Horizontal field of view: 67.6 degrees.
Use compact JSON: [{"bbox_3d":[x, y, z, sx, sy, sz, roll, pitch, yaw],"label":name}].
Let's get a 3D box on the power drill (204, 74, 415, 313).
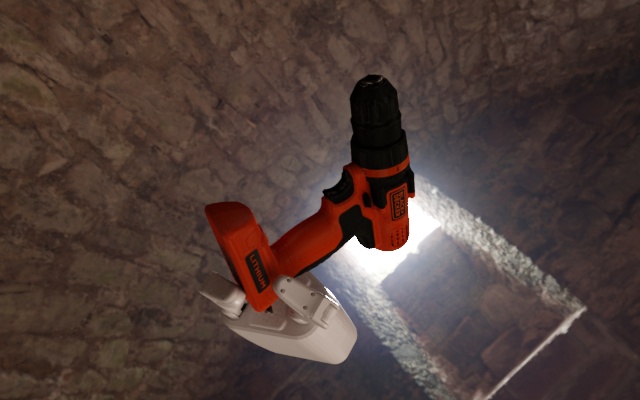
[{"bbox_3d":[0.000,0.002,0.420,0.187,0.185,0.057,-26,37,-17],"label":"power drill"}]
